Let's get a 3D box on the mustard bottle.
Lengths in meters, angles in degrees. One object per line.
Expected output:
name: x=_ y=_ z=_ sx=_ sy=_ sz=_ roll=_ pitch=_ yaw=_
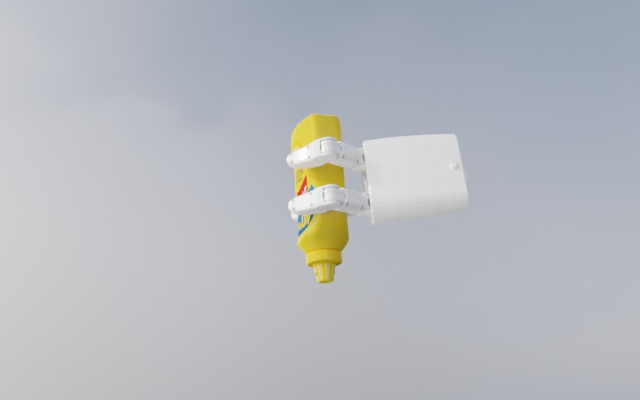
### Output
mustard bottle: x=0.000 y=0.002 z=0.566 sx=0.058 sy=0.191 sz=0.096 roll=2 pitch=-21 yaw=-18
